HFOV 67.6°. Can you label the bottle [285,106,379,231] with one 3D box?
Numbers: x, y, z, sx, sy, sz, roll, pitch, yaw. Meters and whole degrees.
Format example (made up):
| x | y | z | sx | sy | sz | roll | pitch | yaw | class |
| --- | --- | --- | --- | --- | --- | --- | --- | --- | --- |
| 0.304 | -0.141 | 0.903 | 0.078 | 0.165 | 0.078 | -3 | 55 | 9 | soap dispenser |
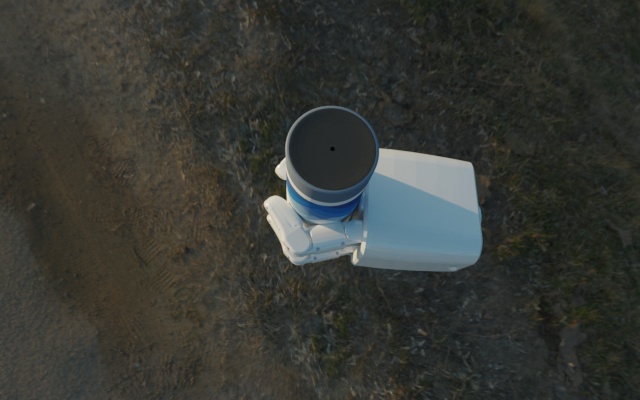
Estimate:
| x | y | z | sx | sy | sz | roll | pitch | yaw | class |
| --- | --- | --- | --- | --- | --- | --- | --- | --- | --- |
| 0.000 | 0.001 | 0.476 | 0.069 | 0.069 | 0.296 | 0 | -15 | -3 | bottle |
